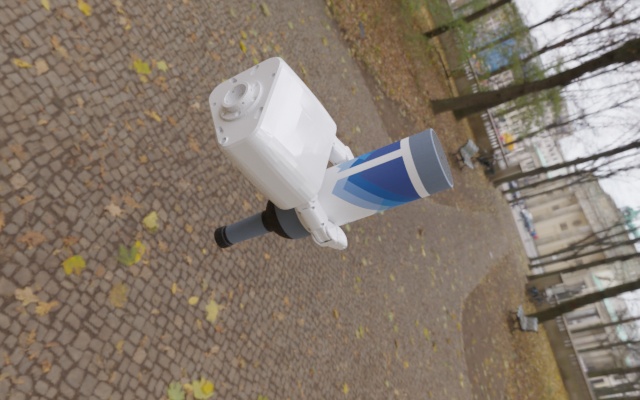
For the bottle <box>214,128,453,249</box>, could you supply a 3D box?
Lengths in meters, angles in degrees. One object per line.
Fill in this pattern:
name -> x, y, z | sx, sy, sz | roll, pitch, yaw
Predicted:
bottle -> 0.000, 0.002, 0.557 | 0.296, 0.069, 0.069 | -20, -8, 22
